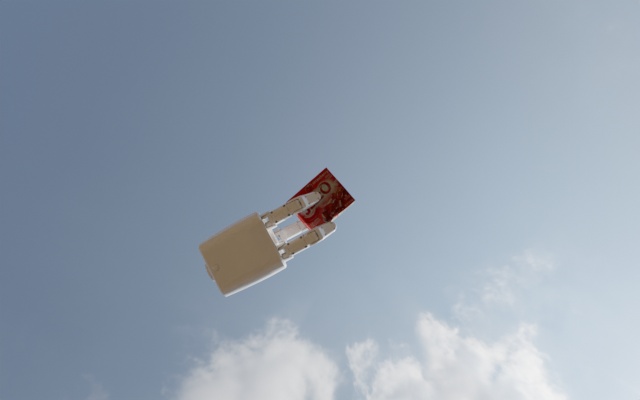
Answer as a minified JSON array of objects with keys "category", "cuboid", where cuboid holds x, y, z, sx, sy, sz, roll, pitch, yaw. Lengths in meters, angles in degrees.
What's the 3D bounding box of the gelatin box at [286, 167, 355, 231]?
[{"category":"gelatin box","cuboid":[0.000,0.002,0.782,0.089,0.073,0.030,-41,-5,-9]}]
